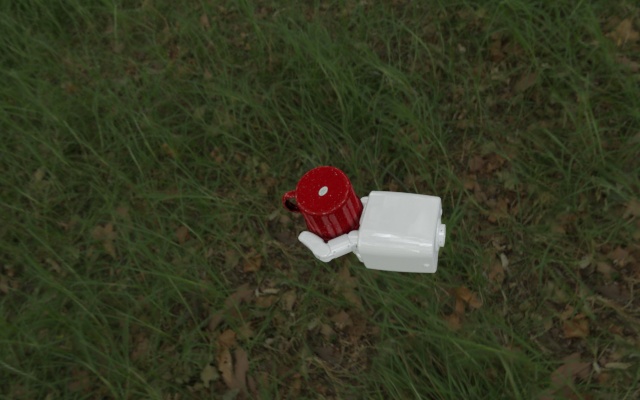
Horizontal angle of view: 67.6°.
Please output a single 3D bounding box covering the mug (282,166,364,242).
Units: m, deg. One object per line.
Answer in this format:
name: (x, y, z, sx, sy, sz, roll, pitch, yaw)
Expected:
mug: (-0.001, 0.002, 0.701, 0.117, 0.093, 0.081, 4, -27, 18)
